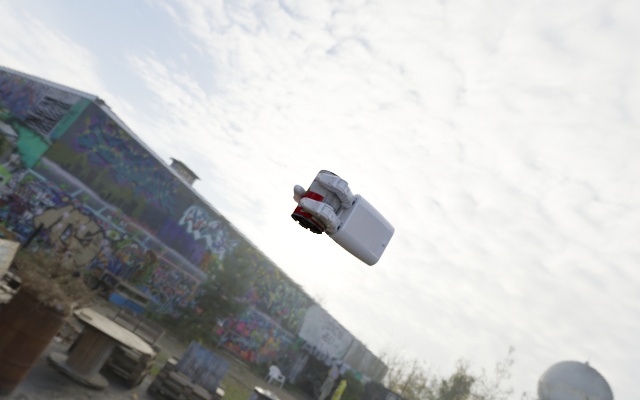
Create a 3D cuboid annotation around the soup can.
[{"bbox_3d":[0.000,0.002,0.868,0.068,0.102,0.068,29,-17,10],"label":"soup can"}]
